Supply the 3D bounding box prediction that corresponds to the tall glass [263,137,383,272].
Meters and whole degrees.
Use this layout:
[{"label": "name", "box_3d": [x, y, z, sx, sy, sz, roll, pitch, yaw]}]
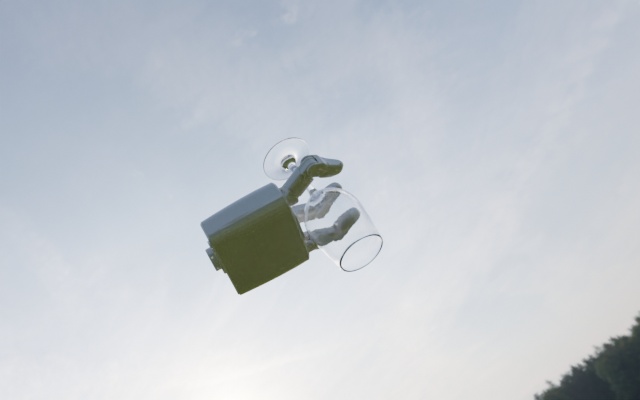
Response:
[{"label": "tall glass", "box_3d": [0.000, 0.002, 0.629, 0.079, 0.079, 0.201, 0, 38, -40]}]
